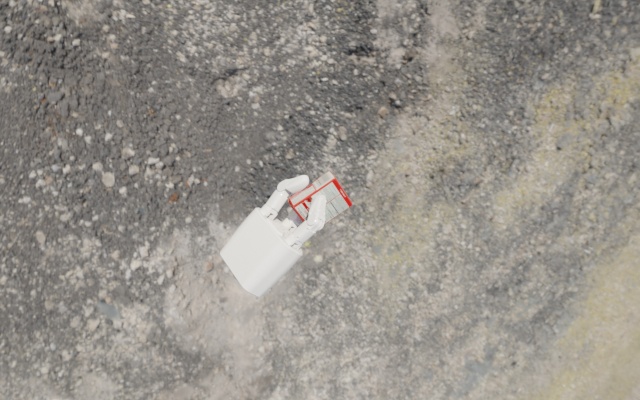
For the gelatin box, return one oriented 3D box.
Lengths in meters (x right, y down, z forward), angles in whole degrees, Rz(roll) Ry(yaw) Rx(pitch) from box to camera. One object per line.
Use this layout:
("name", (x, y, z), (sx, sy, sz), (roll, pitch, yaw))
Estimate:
("gelatin box", (0.001, 0.003, 0.820), (0.089, 0.073, 0.030), (-35, 39, 2))
